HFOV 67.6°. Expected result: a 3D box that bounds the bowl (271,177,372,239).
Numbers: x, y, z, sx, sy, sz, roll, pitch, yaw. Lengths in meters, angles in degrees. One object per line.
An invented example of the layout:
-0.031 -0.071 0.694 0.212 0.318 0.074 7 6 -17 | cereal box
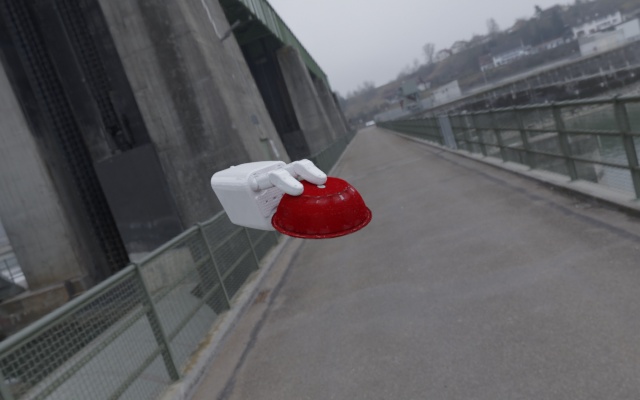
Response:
0.001 0.002 0.753 0.162 0.055 0.162 -3 22 1 | bowl
